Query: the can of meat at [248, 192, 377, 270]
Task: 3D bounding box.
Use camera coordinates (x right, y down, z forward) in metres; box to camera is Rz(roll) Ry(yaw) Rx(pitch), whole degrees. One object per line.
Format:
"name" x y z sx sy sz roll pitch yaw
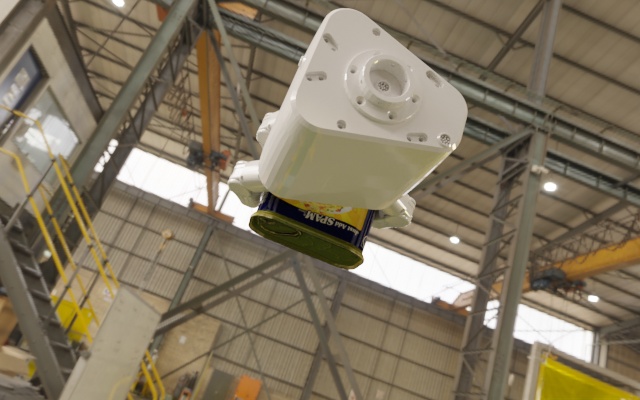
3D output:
"can of meat" 0.000 0.001 0.419 0.102 0.084 0.057 22 -23 -4
